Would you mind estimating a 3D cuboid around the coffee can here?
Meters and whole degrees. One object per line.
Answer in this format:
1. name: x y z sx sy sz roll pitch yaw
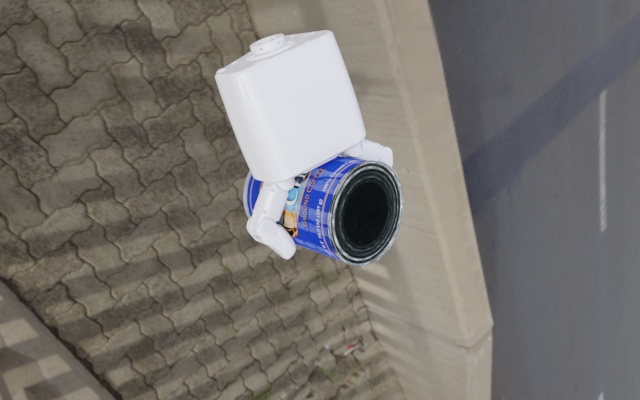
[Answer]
1. coffee can: 0.000 0.002 0.500 0.103 0.103 0.140 0 10 -42
